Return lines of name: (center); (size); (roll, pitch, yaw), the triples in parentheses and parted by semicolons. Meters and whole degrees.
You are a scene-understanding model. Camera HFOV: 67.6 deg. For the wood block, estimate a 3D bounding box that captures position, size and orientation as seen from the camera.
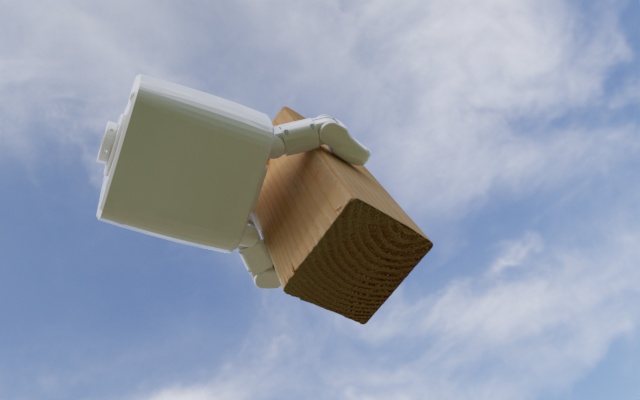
wood block: (0.000, 0.001, 0.440); (0.090, 0.091, 0.206); (29, 16, -30)
